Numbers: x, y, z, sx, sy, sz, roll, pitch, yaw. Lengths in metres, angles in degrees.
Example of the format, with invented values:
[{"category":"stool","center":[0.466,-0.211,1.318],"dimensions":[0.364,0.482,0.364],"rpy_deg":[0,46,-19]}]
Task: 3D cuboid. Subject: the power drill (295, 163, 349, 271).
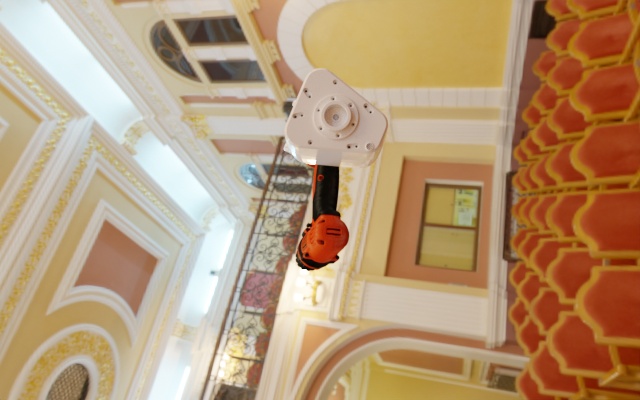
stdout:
[{"category":"power drill","center":[0.000,0.002,0.681],"dimensions":[0.057,0.187,0.184],"rpy_deg":[5,-18,-13]}]
